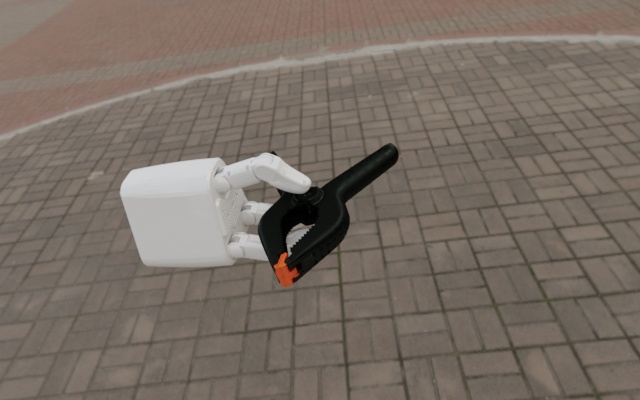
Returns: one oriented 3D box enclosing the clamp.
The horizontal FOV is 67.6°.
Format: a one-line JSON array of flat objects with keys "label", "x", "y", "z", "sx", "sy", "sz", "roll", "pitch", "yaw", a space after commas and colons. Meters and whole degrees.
[{"label": "clamp", "x": 0.000, "y": 0.001, "z": 0.503, "sx": 0.164, "sy": 0.036, "sz": 0.209, "roll": -7, "pitch": 37, "yaw": 14}]
